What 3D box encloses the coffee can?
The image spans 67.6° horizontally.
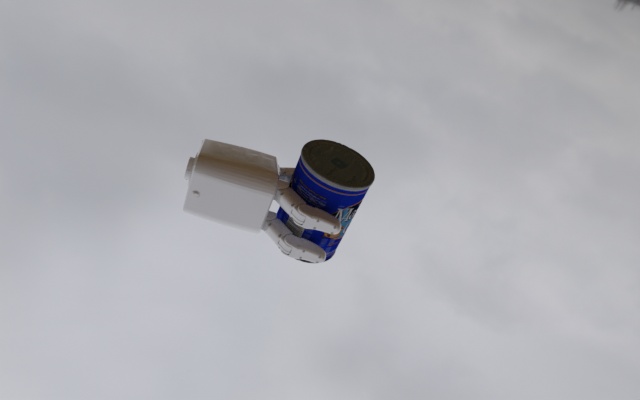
[{"bbox_3d":[0.000,0.002,0.659,0.103,0.140,0.102,17,35,-12],"label":"coffee can"}]
